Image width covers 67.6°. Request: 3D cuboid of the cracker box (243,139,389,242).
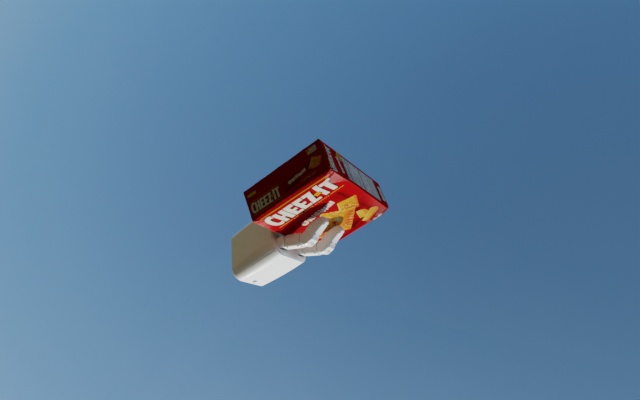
[{"bbox_3d":[0.000,0.003,0.836,0.164,0.072,0.214,-34,-33,19],"label":"cracker box"}]
